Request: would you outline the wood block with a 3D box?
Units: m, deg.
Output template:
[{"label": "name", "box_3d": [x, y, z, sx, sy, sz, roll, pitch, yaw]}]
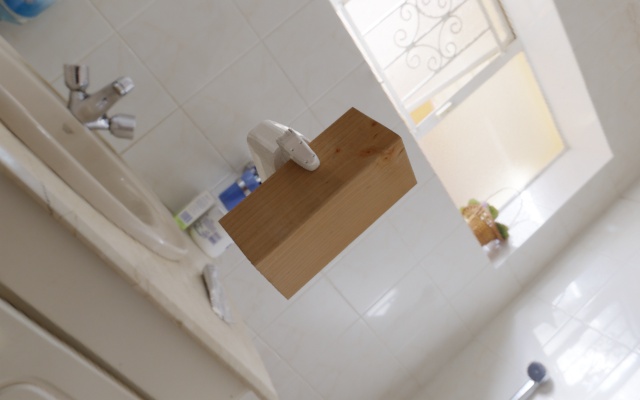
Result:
[{"label": "wood block", "box_3d": [0.000, 0.001, 0.553, 0.090, 0.206, 0.091, 42, -10, 41]}]
